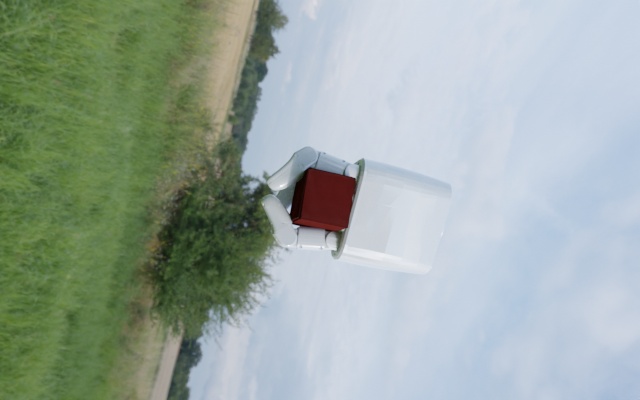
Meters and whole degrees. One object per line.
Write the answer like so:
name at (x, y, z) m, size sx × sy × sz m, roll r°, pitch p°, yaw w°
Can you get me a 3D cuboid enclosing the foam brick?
foam brick at (0.000, 0.002, 0.501) m, size 0.051 × 0.053 × 0.078 m, roll 12°, pitch -9°, yaw -10°
